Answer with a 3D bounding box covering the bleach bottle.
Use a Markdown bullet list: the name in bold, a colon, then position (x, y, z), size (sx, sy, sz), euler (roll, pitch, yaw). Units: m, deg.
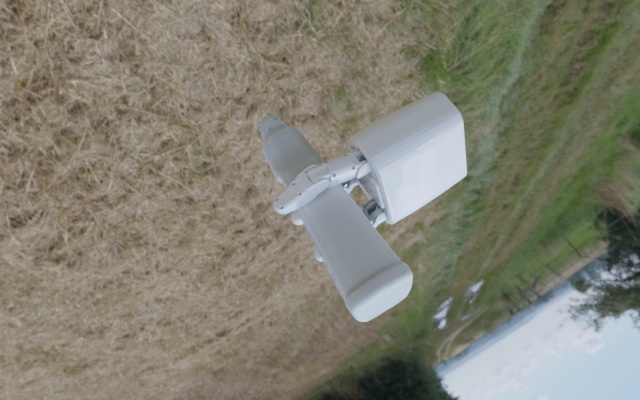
- **bleach bottle**: position (0.000, 0.002, 0.508), size (0.068, 0.250, 0.103), euler (-31, -24, -5)
